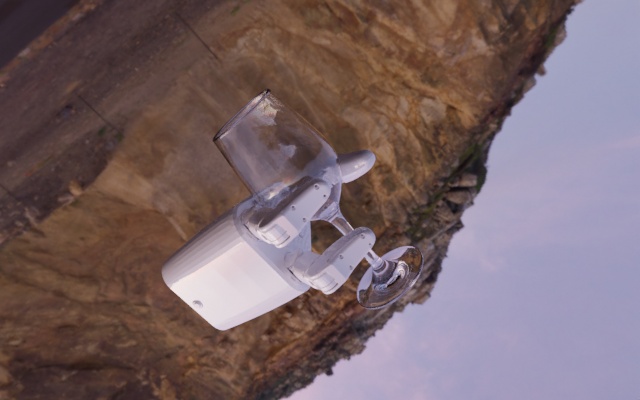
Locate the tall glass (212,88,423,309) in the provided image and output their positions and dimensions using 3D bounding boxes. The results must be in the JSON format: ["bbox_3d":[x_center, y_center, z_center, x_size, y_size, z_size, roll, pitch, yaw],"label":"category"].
[{"bbox_3d":[0.001,0.002,0.410,0.079,0.201,0.079,-37,19,15],"label":"tall glass"}]
